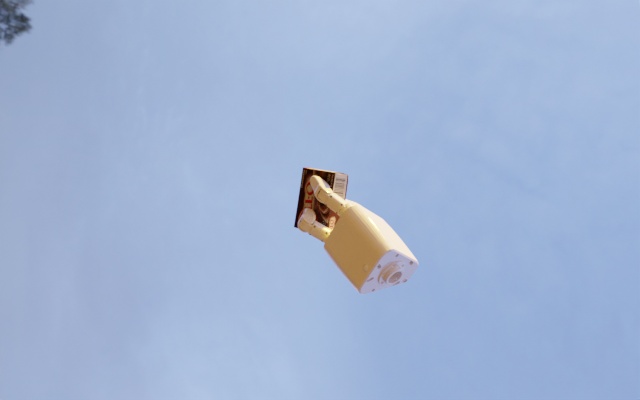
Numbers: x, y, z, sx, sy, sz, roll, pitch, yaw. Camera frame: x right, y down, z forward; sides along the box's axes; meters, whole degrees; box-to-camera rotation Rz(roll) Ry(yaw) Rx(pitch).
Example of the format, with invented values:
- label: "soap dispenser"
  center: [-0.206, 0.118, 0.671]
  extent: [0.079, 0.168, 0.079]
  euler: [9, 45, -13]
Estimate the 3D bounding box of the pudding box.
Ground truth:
- label: "pudding box"
  center: [0.000, 0.003, 0.835]
  extent: [0.039, 0.113, 0.090]
  euler: [8, 3, -42]
